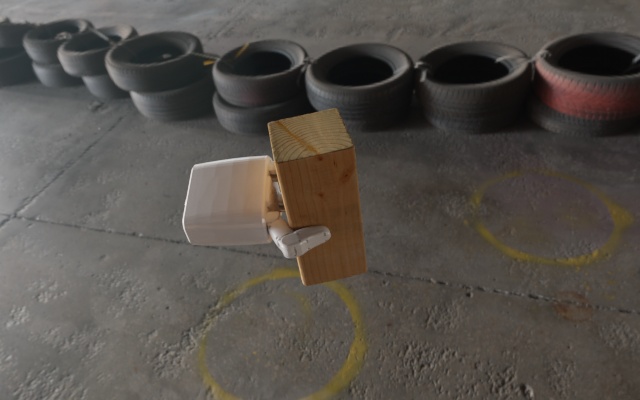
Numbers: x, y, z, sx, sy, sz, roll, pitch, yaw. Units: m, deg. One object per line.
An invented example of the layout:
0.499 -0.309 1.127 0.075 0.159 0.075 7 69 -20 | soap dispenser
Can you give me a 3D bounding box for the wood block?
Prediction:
0.000 0.002 0.609 0.090 0.206 0.090 -12 40 -3 | wood block
